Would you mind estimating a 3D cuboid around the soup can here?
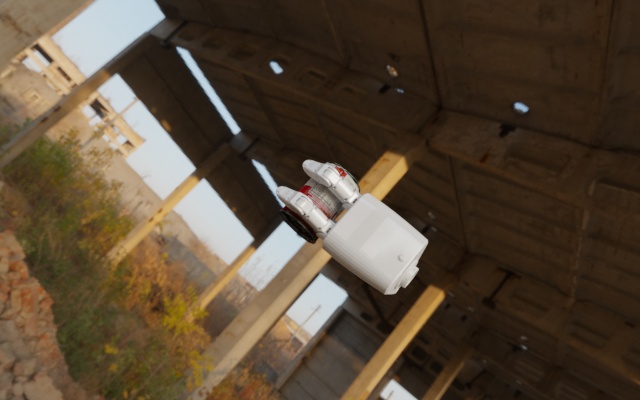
[{"bbox_3d":[0.000,0.002,0.682,0.068,0.102,0.068,39,-16,13],"label":"soup can"}]
